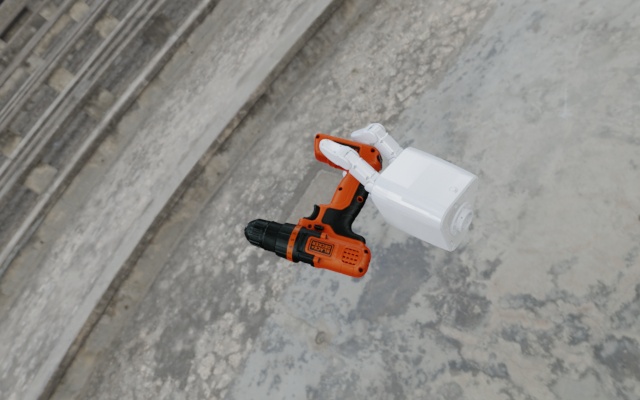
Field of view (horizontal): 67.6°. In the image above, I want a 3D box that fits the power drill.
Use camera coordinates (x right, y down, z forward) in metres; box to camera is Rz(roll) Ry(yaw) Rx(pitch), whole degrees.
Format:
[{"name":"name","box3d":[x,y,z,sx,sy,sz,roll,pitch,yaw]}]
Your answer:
[{"name":"power drill","box3d":[0.000,0.002,0.683,0.184,0.187,0.057,16,-13,12]}]
